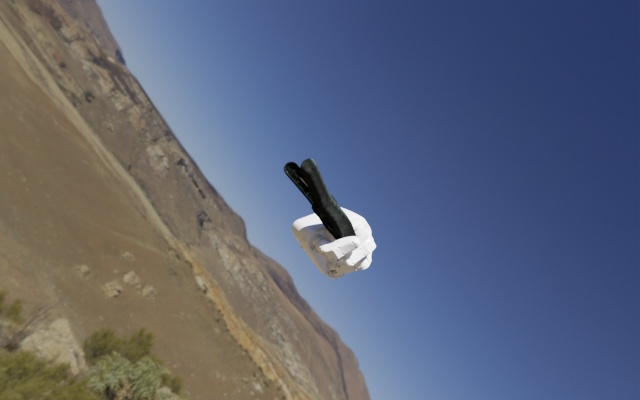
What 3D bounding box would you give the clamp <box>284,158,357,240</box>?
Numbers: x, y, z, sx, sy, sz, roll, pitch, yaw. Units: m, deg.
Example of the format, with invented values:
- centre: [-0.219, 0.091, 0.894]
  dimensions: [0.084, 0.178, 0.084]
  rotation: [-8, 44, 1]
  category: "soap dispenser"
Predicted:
- centre: [0.001, 0.002, 0.760]
  dimensions: [0.039, 0.171, 0.120]
  rotation: [-33, 20, -9]
  category: "clamp"
